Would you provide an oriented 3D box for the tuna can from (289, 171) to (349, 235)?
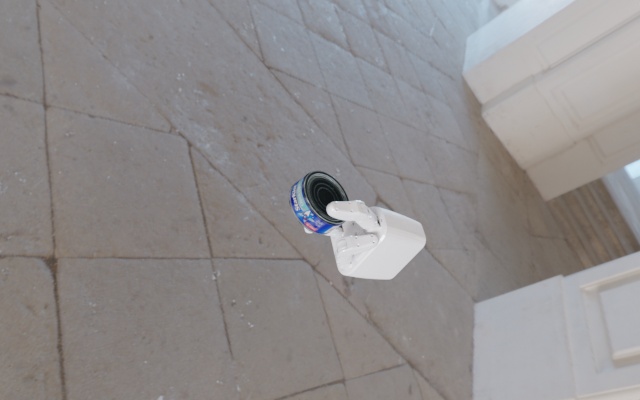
[{"bbox_3d":[0.000,0.002,0.664,0.086,0.086,0.034,0,-27,-44],"label":"tuna can"}]
